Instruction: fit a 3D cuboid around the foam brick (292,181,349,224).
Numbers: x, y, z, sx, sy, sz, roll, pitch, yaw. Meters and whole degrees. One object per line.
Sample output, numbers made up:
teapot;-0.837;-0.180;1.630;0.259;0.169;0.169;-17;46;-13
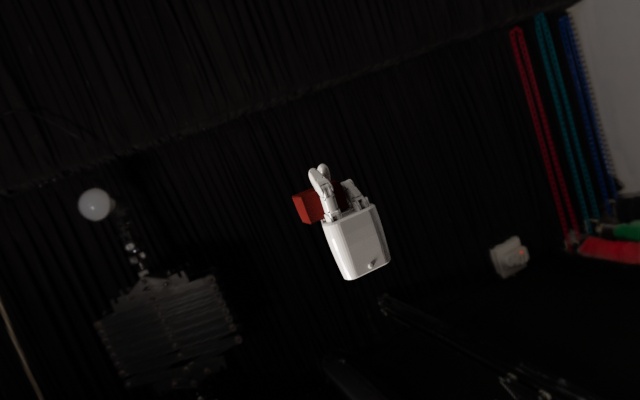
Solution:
foam brick;0.000;0.003;0.831;0.078;0.051;0.053;-23;10;-17
